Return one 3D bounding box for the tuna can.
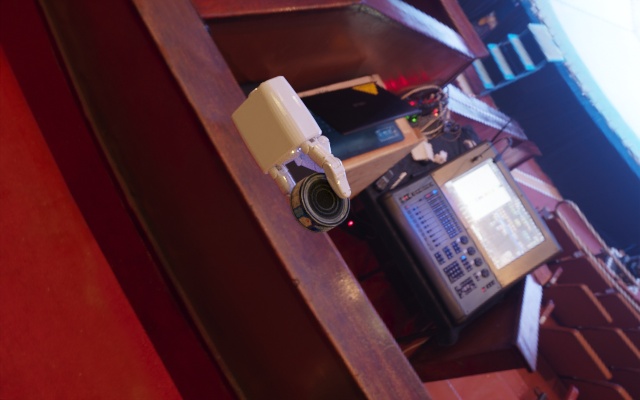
[{"bbox_3d":[0.000,0.002,0.701,0.086,0.086,0.034,0,-18,-33],"label":"tuna can"}]
